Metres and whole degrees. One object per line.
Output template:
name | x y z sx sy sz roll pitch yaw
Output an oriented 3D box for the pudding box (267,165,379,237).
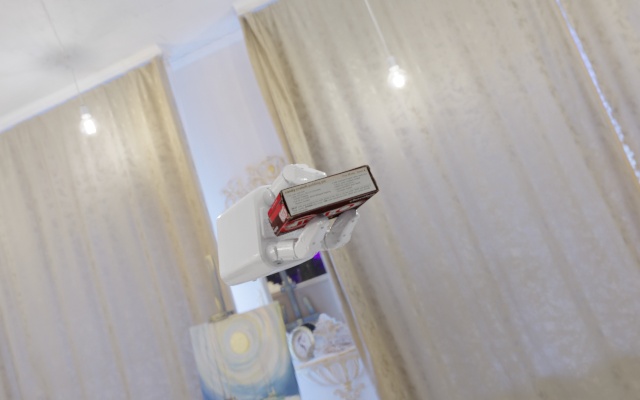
pudding box | 0.000 0.002 0.561 0.113 0.039 0.090 -19 -10 -20
